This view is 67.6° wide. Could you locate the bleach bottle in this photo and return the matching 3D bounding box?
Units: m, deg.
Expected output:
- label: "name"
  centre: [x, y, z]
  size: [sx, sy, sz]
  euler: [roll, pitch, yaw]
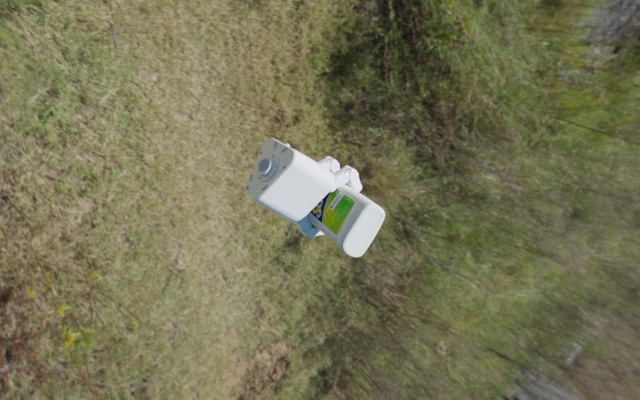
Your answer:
- label: "bleach bottle"
  centre: [0.000, 0.003, 0.886]
  size: [0.250, 0.102, 0.068]
  euler: [32, 1, 44]
